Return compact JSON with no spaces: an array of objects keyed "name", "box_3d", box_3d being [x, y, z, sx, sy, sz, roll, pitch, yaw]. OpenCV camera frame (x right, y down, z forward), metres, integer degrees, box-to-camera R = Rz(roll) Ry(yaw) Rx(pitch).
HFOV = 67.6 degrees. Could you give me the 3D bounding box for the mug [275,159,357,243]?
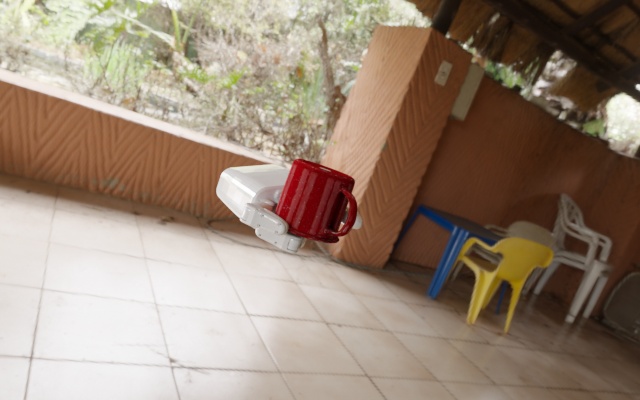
[{"name":"mug","box_3d":[0.001,0.002,0.583,0.093,0.081,0.117,12,11,-42]}]
